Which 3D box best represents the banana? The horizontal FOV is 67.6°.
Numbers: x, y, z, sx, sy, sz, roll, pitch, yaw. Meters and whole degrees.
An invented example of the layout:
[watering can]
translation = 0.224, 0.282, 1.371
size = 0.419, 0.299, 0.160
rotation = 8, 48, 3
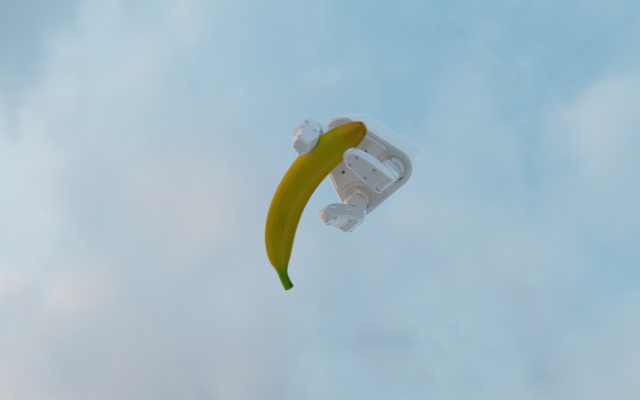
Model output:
[banana]
translation = -0.017, -0.004, 0.514
size = 0.069, 0.198, 0.037
rotation = 30, 16, 20
